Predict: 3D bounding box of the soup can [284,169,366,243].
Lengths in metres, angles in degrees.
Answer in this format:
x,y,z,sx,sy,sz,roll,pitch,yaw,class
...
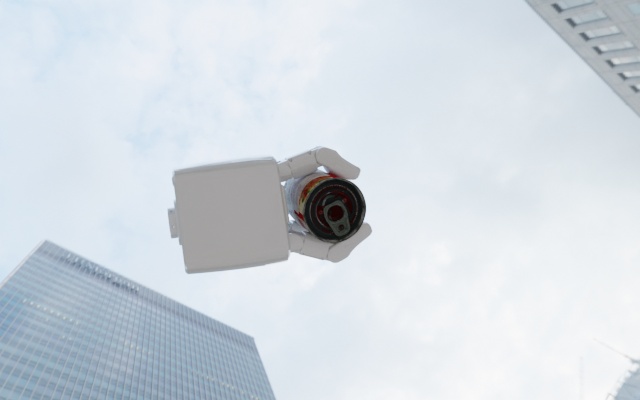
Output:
x,y,z,sx,sy,sz,roll,pitch,yaw,class
0.000,0.001,0.531,0.068,0.068,0.102,0,10,-18,soup can
